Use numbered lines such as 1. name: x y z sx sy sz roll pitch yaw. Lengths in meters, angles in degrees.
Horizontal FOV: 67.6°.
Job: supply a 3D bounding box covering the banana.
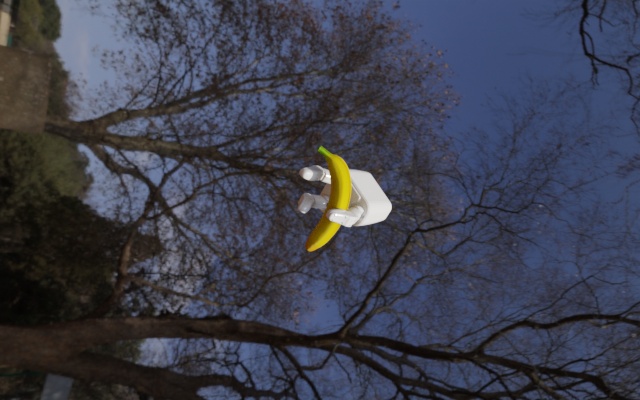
1. banana: 0.018 0.003 0.866 0.069 0.198 0.037 11 13 15
